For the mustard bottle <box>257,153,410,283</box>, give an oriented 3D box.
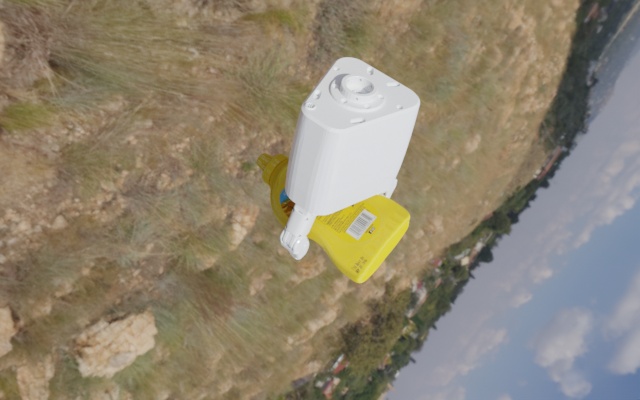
[{"bbox_3d":[0.000,0.002,0.551,0.191,0.096,0.058,36,-14,19],"label":"mustard bottle"}]
